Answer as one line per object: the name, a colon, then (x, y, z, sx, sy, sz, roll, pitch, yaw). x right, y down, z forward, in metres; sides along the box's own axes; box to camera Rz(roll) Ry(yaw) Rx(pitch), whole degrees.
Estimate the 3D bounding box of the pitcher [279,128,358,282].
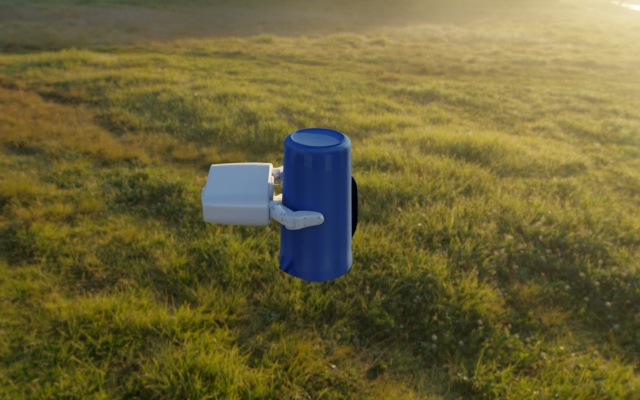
pitcher: (0.000, 0.003, 0.822, 0.145, 0.243, 0.149, 1, 27, -1)
